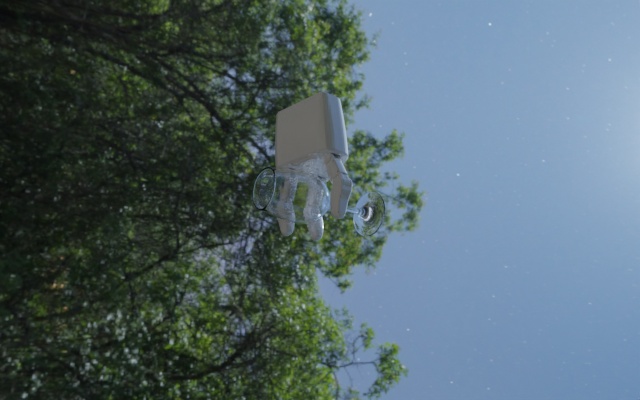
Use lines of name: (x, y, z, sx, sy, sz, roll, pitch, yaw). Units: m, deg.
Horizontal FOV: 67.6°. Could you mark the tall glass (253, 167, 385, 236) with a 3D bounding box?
tall glass: (0.001, 0.003, 0.717, 0.201, 0.079, 0.079, 13, -8, -36)
